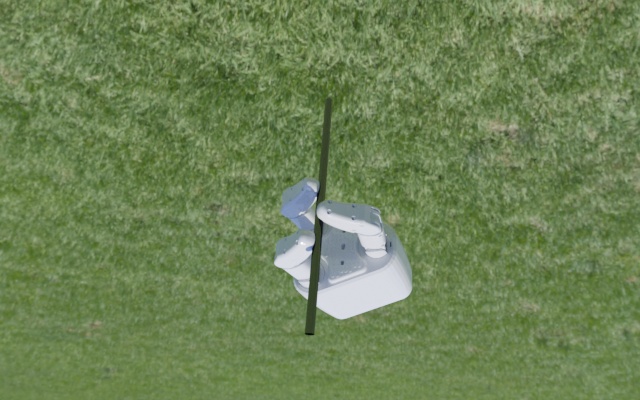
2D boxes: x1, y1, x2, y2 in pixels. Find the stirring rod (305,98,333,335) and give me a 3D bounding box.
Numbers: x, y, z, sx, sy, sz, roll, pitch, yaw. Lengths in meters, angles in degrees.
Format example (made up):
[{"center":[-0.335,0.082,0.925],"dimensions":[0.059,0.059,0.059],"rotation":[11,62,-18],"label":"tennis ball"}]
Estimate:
[{"center":[0.000,0.001,0.438],"dimensions":[0.011,0.239,0.011],"rotation":[4,-29,2],"label":"stirring rod"}]
